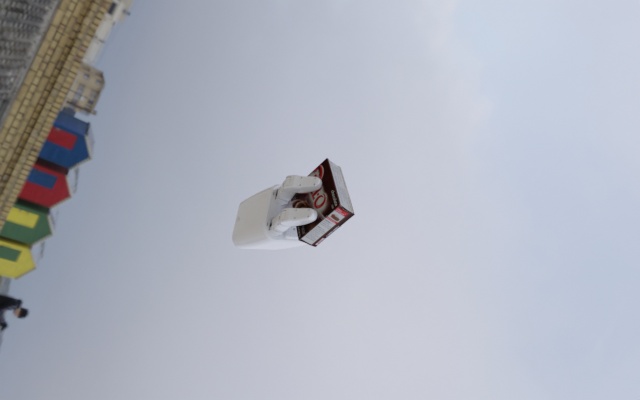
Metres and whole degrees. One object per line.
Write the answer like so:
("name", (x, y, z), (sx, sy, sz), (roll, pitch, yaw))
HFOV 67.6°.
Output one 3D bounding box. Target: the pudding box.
("pudding box", (0.000, 0.003, 0.737), (0.039, 0.113, 0.090), (28, -59, -36))
